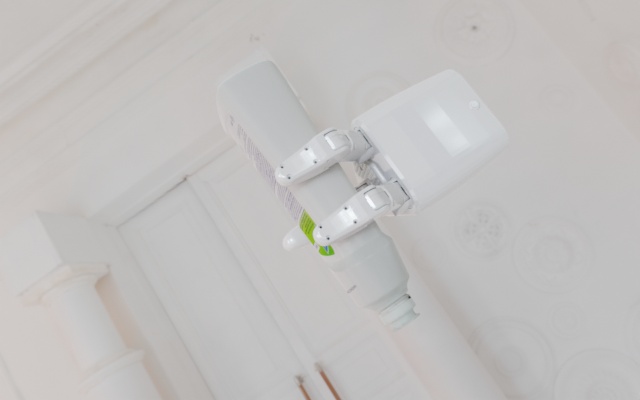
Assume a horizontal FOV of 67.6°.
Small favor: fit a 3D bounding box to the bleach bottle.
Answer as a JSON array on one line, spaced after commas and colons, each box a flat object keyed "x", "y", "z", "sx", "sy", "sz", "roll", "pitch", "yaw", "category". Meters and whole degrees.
[{"x": 0.000, "y": 0.001, "z": 0.422, "sx": 0.068, "sy": 0.250, "sz": 0.102, "roll": -32, "pitch": -13, "yaw": -11, "category": "bleach bottle"}]
